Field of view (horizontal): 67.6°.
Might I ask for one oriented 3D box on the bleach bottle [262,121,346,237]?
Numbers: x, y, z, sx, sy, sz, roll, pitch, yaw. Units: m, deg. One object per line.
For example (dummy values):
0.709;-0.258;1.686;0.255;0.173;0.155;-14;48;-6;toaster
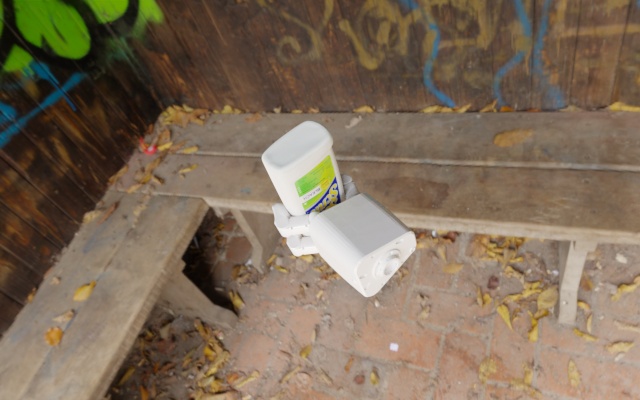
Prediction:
0.000;0.002;0.740;0.102;0.251;0.068;-38;48;-12;bleach bottle
